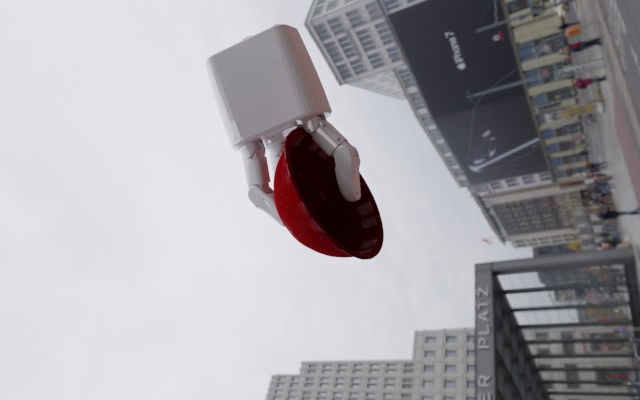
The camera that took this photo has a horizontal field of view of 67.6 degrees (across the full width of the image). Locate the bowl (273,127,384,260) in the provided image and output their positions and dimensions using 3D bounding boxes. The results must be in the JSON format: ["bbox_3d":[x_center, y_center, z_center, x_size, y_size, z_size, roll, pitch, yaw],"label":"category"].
[{"bbox_3d":[0.000,0.003,0.523,0.055,0.162,0.162,-33,-17,27],"label":"bowl"}]
